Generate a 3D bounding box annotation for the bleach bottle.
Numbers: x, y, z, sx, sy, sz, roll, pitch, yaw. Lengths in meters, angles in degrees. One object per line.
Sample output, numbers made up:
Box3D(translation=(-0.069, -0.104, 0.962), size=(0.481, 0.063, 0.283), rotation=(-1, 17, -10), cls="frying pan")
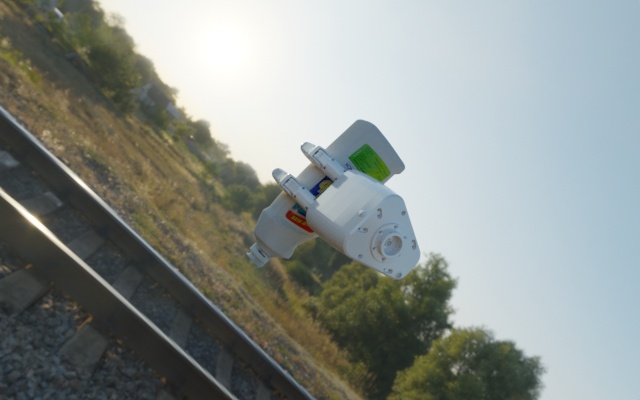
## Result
Box3D(translation=(0.000, 0.002, 0.684), size=(0.103, 0.251, 0.068), rotation=(48, -6, -28), cls="bleach bottle")
